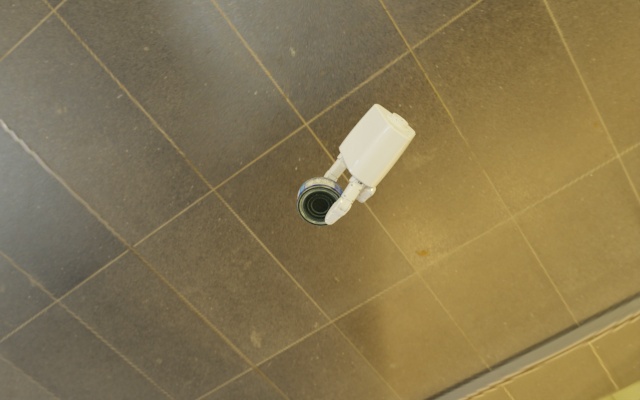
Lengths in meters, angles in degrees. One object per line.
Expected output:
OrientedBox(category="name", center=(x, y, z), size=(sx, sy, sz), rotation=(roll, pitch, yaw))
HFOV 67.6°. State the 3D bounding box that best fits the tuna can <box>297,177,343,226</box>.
OrientedBox(category="tuna can", center=(0.000, 0.003, 0.858), size=(0.086, 0.086, 0.033), rotation=(0, 30, 3))
